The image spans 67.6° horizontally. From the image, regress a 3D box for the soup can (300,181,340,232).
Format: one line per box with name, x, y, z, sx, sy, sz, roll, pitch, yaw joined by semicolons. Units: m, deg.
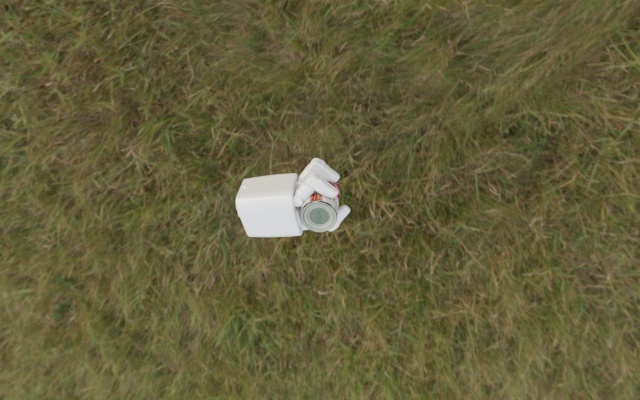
soup can;0.001;0.003;0.882;0.068;0.068;0.102;0;32;5
